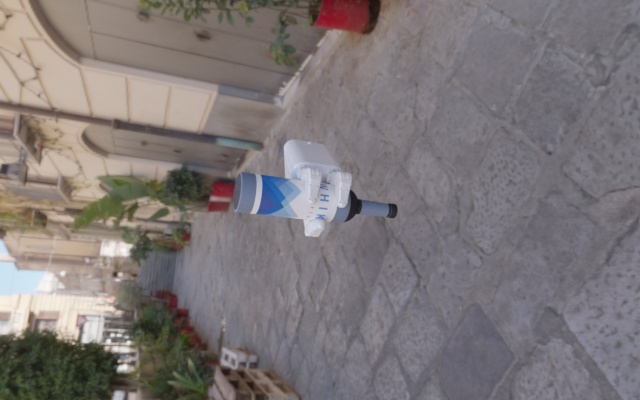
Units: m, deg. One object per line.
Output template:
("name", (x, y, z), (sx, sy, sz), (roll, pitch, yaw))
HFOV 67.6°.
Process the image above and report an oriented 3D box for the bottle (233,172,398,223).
("bottle", (0.000, 0.003, 0.838), (0.296, 0.069, 0.069), (7, -3, -20))
